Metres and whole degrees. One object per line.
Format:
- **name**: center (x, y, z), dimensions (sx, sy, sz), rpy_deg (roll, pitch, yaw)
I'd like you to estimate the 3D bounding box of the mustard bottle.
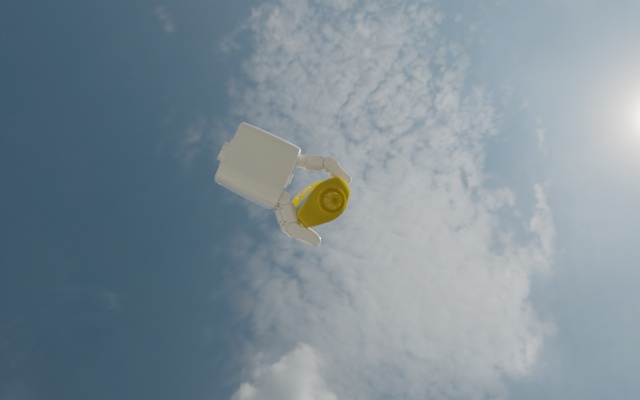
- **mustard bottle**: center (0.000, 0.003, 0.779), dimensions (0.096, 0.058, 0.191), rpy_deg (-41, 6, -12)
